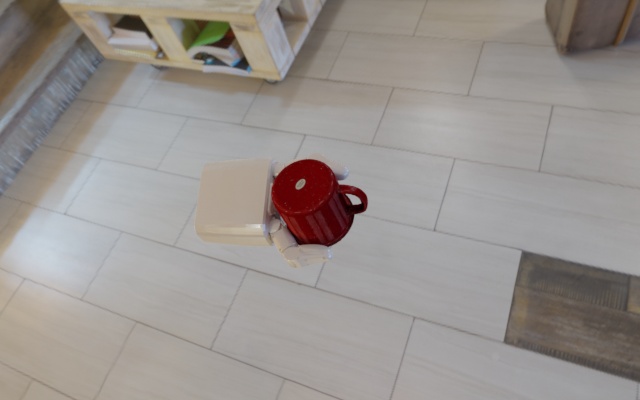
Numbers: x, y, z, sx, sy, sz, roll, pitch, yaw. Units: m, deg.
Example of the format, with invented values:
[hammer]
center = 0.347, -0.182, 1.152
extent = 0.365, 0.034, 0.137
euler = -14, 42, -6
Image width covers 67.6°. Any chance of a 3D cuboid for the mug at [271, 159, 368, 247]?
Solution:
[mug]
center = 0.001, 0.002, 0.592
extent = 0.117, 0.093, 0.081
euler = -2, -31, 17
